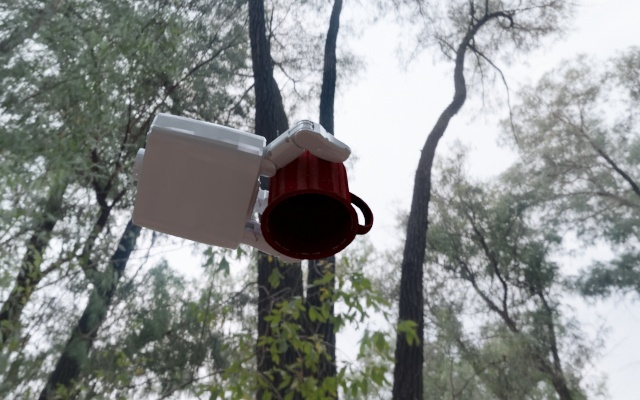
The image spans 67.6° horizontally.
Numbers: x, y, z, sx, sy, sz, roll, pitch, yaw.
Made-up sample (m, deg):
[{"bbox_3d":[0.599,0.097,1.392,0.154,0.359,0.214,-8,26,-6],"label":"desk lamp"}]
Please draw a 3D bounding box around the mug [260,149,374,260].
[{"bbox_3d":[0.001,0.002,0.480,0.117,0.093,0.081,15,39,-15],"label":"mug"}]
